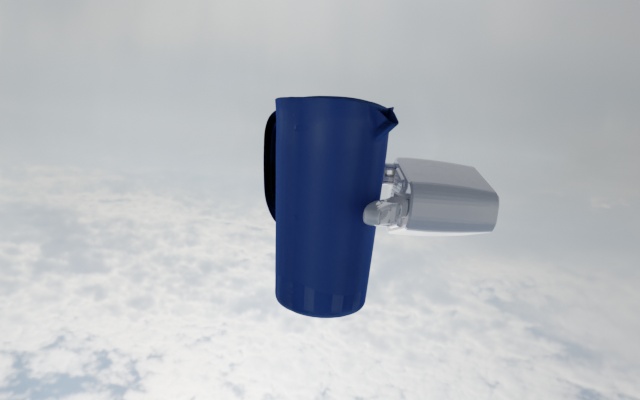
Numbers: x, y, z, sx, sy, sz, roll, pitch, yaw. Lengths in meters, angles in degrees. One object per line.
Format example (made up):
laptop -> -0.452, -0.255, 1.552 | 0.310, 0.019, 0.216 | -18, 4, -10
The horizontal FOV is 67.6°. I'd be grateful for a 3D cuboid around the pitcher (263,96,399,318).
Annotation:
pitcher -> 0.000, 0.002, 0.558 | 0.145, 0.243, 0.149 | 4, 8, -5
